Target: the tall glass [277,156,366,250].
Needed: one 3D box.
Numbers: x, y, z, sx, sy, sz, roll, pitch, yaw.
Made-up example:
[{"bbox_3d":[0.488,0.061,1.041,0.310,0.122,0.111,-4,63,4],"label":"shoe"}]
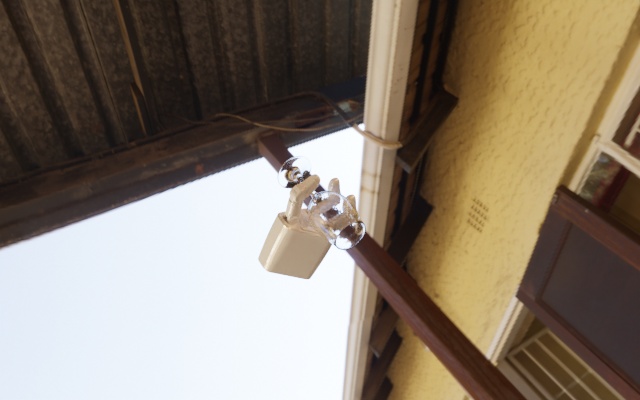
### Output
[{"bbox_3d":[0.000,0.002,0.862,0.079,0.079,0.201,0,35,-39],"label":"tall glass"}]
